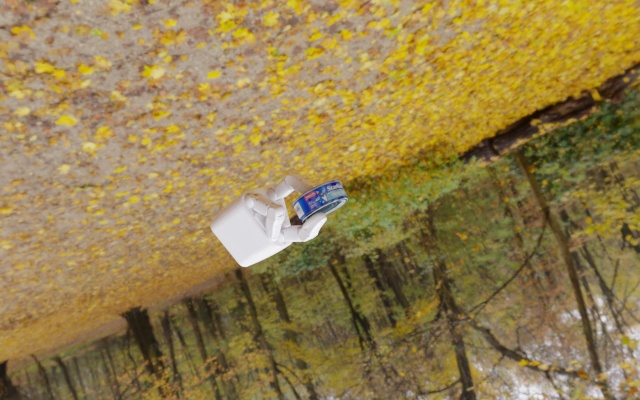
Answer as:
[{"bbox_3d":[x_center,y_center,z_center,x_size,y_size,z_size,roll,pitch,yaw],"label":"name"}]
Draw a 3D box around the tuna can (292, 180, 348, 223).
[{"bbox_3d":[0.000,0.003,0.766,0.086,0.033,0.086,-26,-11,-6],"label":"tuna can"}]
